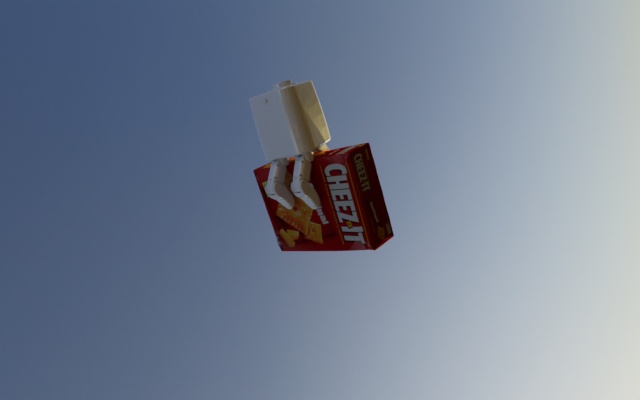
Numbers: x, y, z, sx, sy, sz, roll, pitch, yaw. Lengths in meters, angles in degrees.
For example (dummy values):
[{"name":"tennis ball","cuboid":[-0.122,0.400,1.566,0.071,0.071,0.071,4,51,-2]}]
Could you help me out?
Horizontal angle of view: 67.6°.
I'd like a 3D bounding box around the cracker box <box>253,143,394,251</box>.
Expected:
[{"name":"cracker box","cuboid":[0.000,0.003,0.815,0.214,0.164,0.072,-6,18,41]}]
